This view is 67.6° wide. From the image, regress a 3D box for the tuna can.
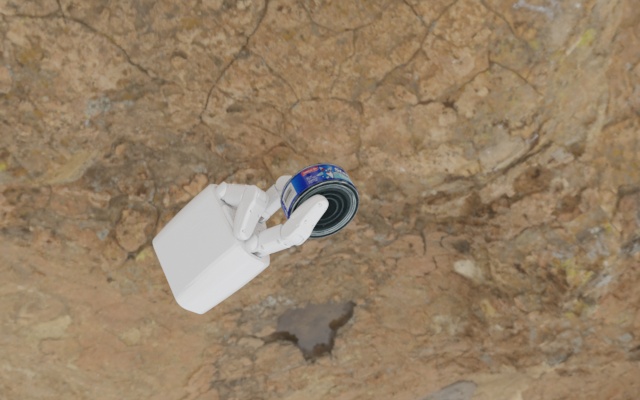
[{"bbox_3d":[0.000,0.002,0.540,0.086,0.086,0.033,0,38,-26],"label":"tuna can"}]
